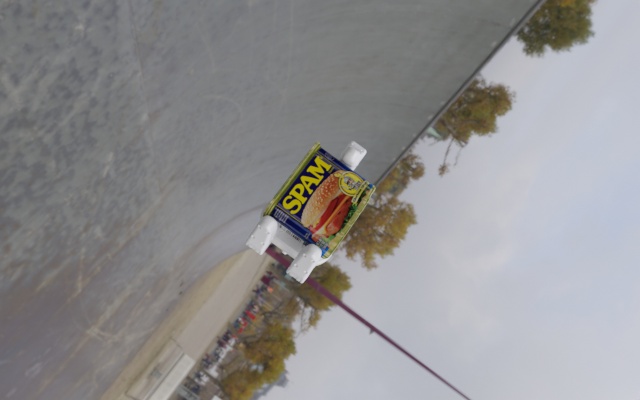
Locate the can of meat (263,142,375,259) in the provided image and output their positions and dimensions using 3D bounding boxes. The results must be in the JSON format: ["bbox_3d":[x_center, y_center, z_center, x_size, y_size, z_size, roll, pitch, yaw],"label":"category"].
[{"bbox_3d":[0.000,0.002,0.525,0.084,0.102,0.057,36,-16,1],"label":"can of meat"}]
